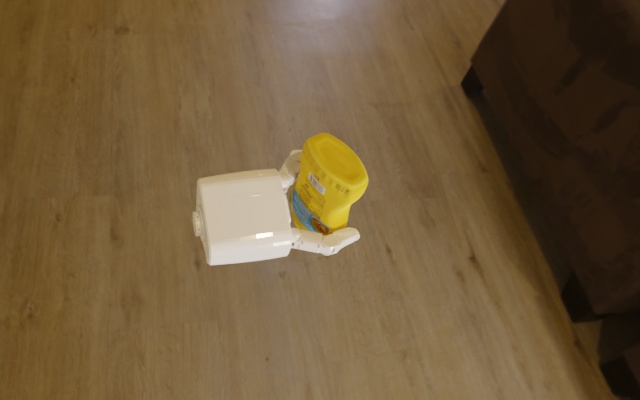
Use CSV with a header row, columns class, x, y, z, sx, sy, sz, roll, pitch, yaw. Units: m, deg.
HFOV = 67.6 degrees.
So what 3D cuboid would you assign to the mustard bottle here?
class,x,y,z,sx,sy,sz,roll,pitch,yaw
mustard bottle,0.000,0.002,0.667,0.058,0.096,0.192,-31,-22,-32
